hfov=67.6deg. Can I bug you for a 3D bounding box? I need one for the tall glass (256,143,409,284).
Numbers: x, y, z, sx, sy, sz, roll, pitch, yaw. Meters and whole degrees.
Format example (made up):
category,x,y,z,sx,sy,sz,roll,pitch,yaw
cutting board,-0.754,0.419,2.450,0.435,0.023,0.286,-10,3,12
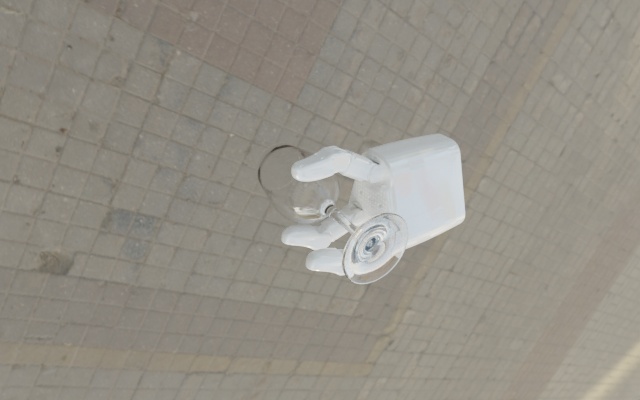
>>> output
category,x,y,z,sx,sy,sz,roll,pitch,yaw
tall glass,0.000,0.002,0.505,0.079,0.079,0.201,0,25,-35
